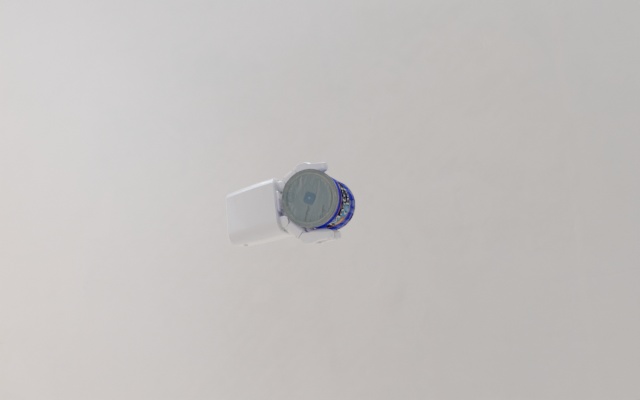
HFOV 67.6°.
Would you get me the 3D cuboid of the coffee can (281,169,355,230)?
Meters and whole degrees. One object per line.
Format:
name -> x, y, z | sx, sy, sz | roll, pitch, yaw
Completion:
coffee can -> 0.000, 0.003, 0.886 | 0.103, 0.103, 0.140 | 0, -6, 17
